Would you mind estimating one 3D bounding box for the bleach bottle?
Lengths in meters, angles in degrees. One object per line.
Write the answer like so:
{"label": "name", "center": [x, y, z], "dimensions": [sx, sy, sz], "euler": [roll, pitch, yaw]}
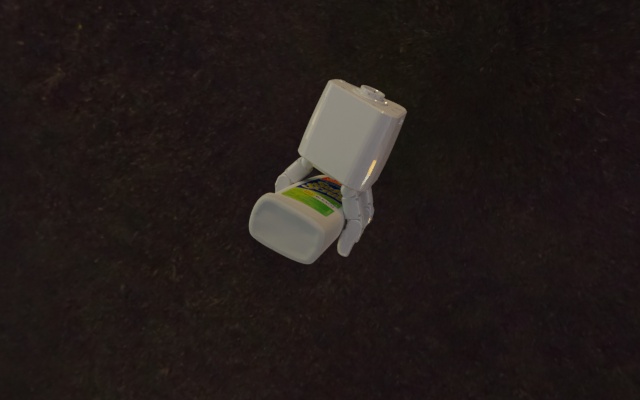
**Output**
{"label": "bleach bottle", "center": [0.000, 0.002, 0.684], "dimensions": [0.102, 0.068, 0.250], "euler": [28, 24, 10]}
